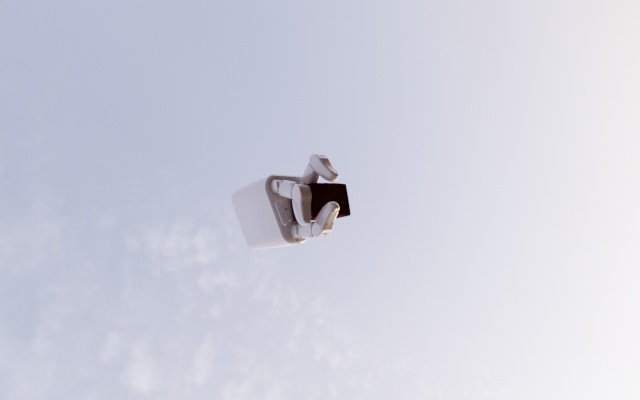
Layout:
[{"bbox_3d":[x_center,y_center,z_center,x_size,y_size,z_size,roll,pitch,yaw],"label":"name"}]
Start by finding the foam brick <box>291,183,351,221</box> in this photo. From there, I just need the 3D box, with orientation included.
[{"bbox_3d":[0.000,0.003,0.745,0.078,0.053,0.051,1,-11,-44],"label":"foam brick"}]
